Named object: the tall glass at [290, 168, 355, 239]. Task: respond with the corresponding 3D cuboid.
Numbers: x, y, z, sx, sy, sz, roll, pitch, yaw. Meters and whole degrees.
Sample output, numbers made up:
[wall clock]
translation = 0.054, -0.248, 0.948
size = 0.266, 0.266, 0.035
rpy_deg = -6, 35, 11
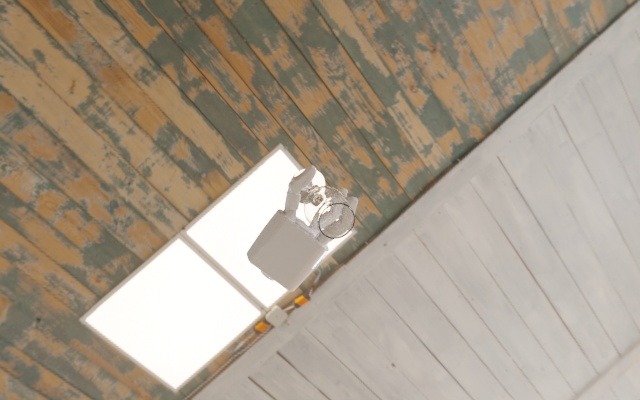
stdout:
[tall glass]
translation = 0.000, 0.002, 0.853
size = 0.079, 0.079, 0.201
rpy_deg = 0, 18, -16
